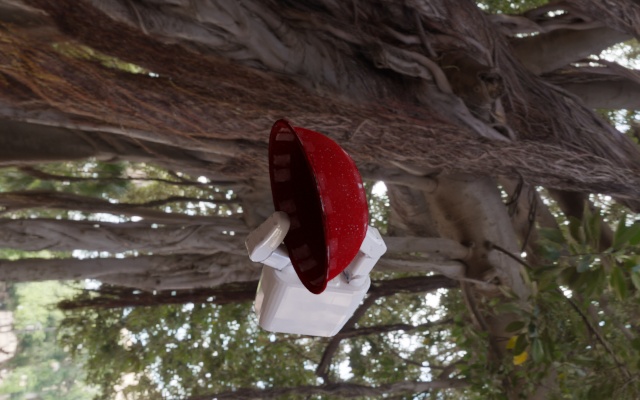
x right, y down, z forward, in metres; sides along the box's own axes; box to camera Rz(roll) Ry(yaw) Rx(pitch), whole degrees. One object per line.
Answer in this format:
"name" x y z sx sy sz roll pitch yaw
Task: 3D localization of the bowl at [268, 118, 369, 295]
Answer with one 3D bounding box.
"bowl" 0.001 0.001 0.440 0.055 0.162 0.162 -13 4 -17
